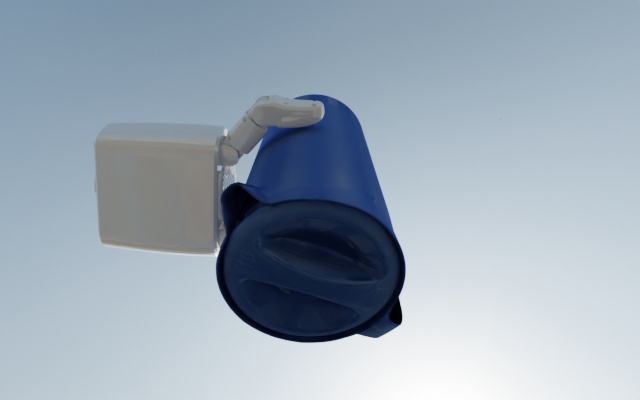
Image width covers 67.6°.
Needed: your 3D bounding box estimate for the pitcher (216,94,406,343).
[{"bbox_3d":[0.000,0.001,0.435,0.145,0.149,0.242,2,32,-1],"label":"pitcher"}]
